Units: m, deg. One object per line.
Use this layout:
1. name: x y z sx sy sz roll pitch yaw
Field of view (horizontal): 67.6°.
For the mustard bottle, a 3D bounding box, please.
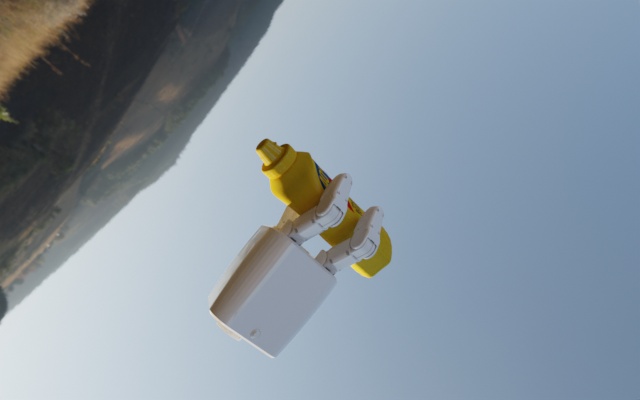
1. mustard bottle: 0.000 0.002 0.534 0.192 0.058 0.096 44 14 -27
